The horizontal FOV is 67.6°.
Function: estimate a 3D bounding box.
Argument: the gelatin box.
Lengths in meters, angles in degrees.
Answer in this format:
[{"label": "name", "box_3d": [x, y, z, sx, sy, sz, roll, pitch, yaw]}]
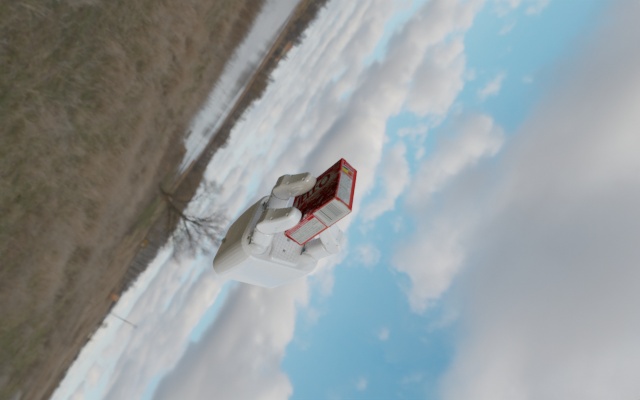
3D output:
[{"label": "gelatin box", "box_3d": [0.001, 0.002, 0.556, 0.030, 0.073, 0.089, 39, -53, -21]}]
